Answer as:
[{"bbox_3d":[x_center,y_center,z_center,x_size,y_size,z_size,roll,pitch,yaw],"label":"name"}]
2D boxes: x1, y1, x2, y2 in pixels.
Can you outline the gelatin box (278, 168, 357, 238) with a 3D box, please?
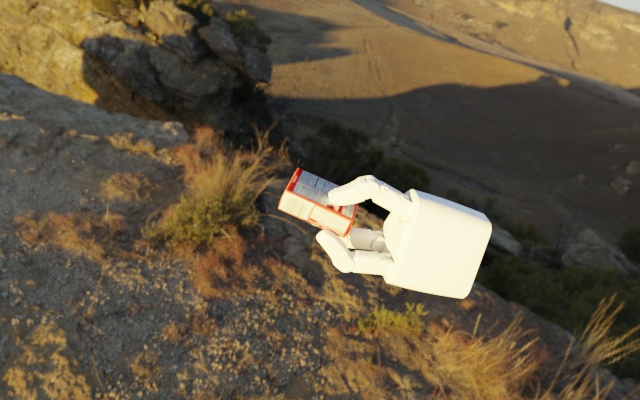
[{"bbox_3d":[0.000,0.001,0.584,0.089,0.030,0.073,24,27,-2],"label":"gelatin box"}]
